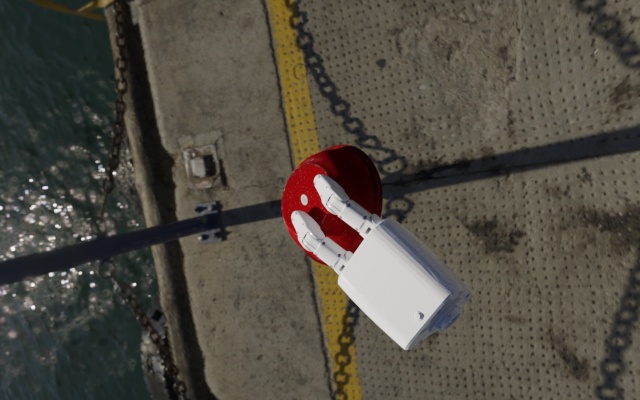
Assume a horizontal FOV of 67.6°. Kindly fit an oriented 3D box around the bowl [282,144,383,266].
[{"bbox_3d":[-0.001,0.001,0.612,0.055,0.162,0.162,11,-7,-43],"label":"bowl"}]
